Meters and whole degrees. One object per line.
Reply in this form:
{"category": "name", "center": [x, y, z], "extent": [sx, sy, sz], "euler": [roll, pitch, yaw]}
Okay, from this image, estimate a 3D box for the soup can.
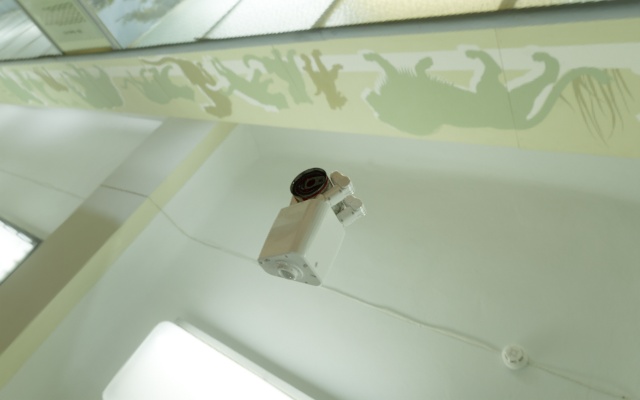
{"category": "soup can", "center": [0.000, 0.003, 0.823], "extent": [0.068, 0.068, 0.102], "euler": [0, -42, 33]}
